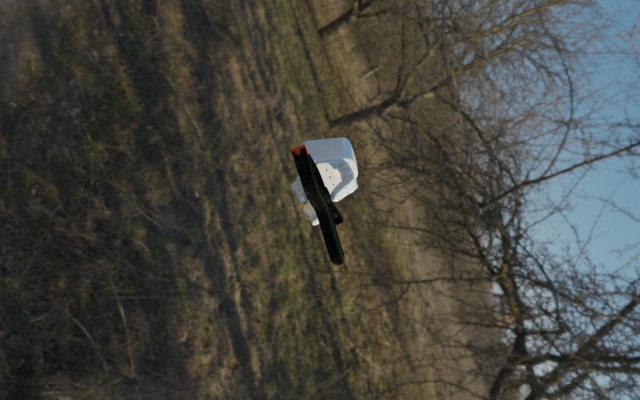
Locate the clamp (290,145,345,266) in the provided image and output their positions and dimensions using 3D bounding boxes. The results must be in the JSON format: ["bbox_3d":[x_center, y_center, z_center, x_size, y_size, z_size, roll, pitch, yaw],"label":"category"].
[{"bbox_3d":[0.001,0.002,0.847,0.036,0.210,0.164,-20,30,9],"label":"clamp"}]
